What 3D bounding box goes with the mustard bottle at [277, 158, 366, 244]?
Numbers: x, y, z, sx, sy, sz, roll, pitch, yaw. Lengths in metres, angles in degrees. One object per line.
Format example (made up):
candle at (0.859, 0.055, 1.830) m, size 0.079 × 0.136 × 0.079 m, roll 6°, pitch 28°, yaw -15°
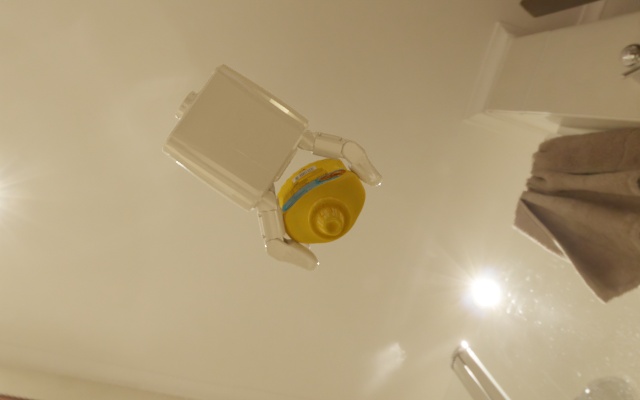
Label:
mustard bottle at (0.000, 0.002, 0.522) m, size 0.096 × 0.058 × 0.191 m, roll -31°, pitch 14°, yaw 1°
